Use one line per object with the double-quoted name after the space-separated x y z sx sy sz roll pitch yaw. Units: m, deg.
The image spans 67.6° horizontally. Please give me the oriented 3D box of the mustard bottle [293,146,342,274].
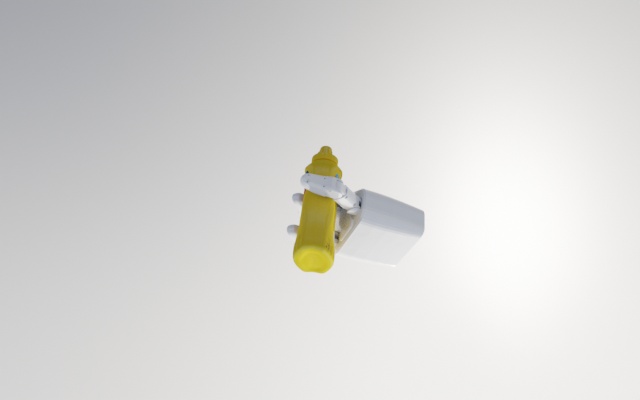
0.000 0.002 0.697 0.058 0.191 0.096 5 -29 5 "mustard bottle"
